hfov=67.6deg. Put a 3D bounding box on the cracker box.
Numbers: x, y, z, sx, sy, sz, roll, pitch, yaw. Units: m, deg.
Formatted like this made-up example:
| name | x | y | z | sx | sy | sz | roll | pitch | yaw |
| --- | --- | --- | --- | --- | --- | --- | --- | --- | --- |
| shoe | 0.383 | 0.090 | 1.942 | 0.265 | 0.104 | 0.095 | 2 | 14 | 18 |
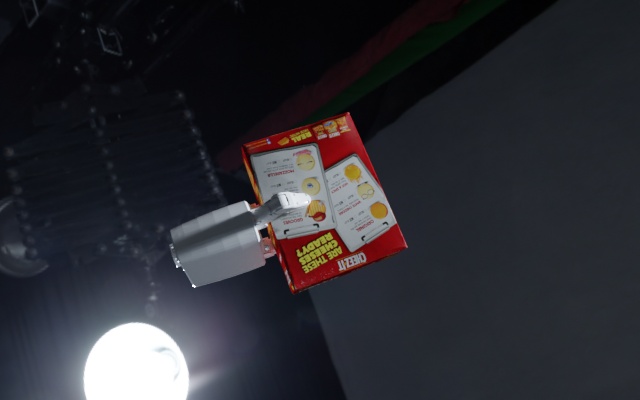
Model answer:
| name | x | y | z | sx | sy | sz | roll | pitch | yaw |
| --- | --- | --- | --- | --- | --- | --- | --- | --- | --- |
| cracker box | 0.000 | 0.002 | 0.675 | 0.164 | 0.213 | 0.072 | -19 | -13 | -11 |
